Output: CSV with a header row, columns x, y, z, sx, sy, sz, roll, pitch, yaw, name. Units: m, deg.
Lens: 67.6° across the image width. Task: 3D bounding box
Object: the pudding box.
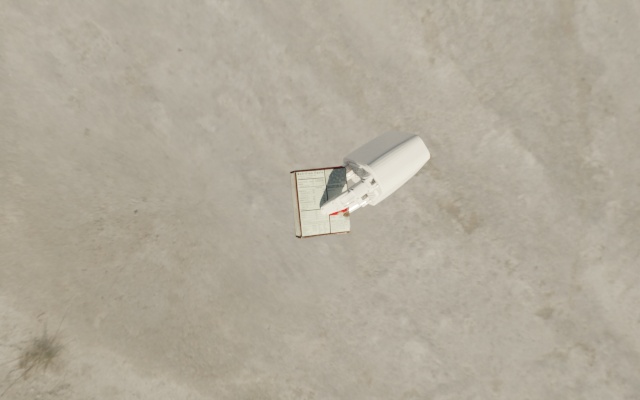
x,y,z,sx,sy,sz,roll,pitch,yaw,name
0.000,0.003,0.793,0.090,0.113,0.039,-5,0,-16,pudding box
